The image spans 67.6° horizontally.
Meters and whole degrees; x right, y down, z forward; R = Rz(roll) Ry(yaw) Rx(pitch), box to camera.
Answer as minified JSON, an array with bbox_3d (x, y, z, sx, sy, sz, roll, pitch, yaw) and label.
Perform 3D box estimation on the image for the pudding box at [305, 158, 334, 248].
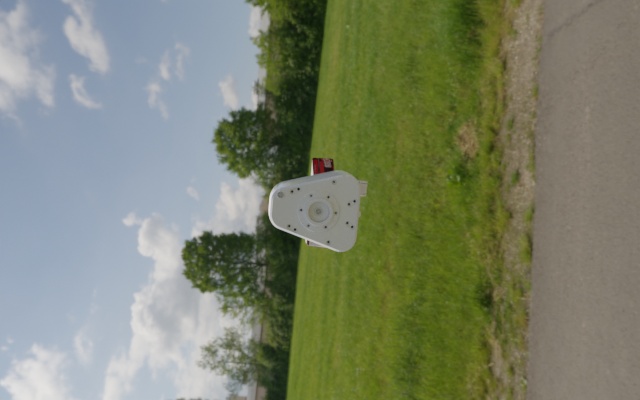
[{"bbox_3d":[0.000,0.002,0.741,0.039,0.114,0.090,6,32,-4],"label":"pudding box"}]
